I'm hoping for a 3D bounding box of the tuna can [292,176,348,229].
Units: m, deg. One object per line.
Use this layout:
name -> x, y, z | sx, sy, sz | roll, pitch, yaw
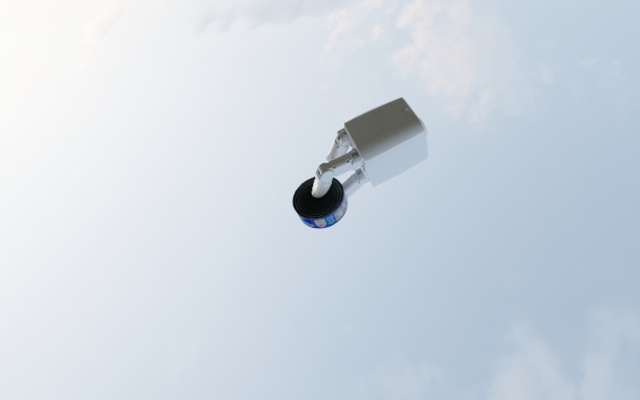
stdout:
tuna can -> 0.000, 0.003, 0.768 | 0.086, 0.086, 0.034 | 0, -35, 20
